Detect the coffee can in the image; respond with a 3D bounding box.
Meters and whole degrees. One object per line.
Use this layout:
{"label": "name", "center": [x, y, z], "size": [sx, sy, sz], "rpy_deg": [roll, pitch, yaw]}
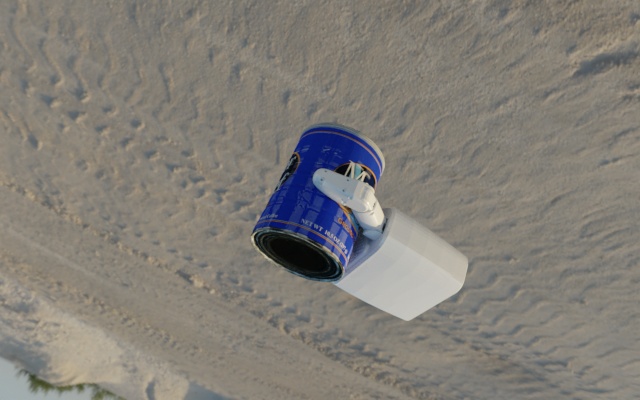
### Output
{"label": "coffee can", "center": [0.000, 0.001, 0.515], "size": [0.103, 0.140, 0.103], "rpy_deg": [18, -29, 10]}
